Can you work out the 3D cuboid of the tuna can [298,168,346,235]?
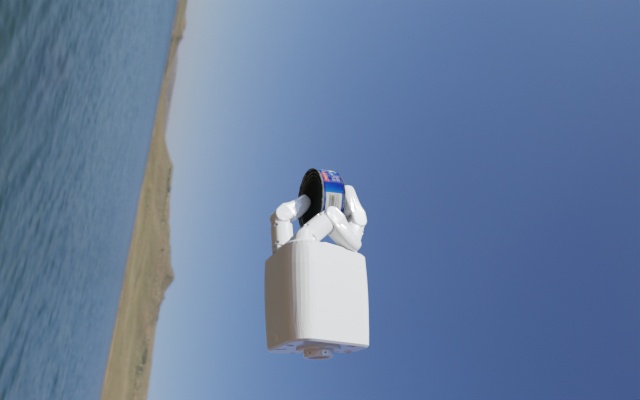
[{"bbox_3d":[0.001,0.002,0.623,0.034,0.086,0.086,6,-2,-23],"label":"tuna can"}]
